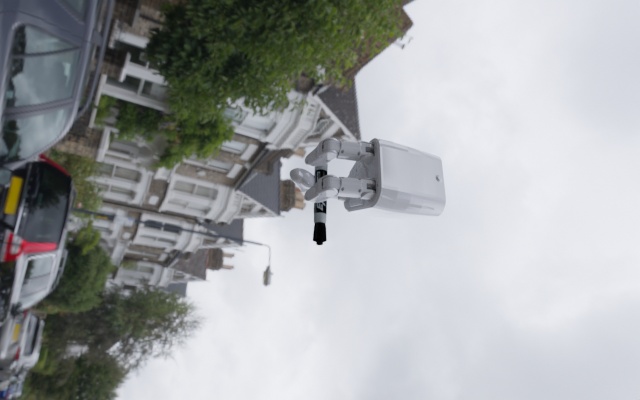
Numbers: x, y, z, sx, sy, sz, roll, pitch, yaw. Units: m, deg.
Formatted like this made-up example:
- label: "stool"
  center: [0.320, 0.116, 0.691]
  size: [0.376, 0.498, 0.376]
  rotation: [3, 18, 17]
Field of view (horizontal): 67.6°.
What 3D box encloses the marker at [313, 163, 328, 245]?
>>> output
- label: "marker"
  center: [0.000, 0.002, 0.646]
  size: [0.020, 0.121, 0.020]
  rotation: [1, -24, 0]
